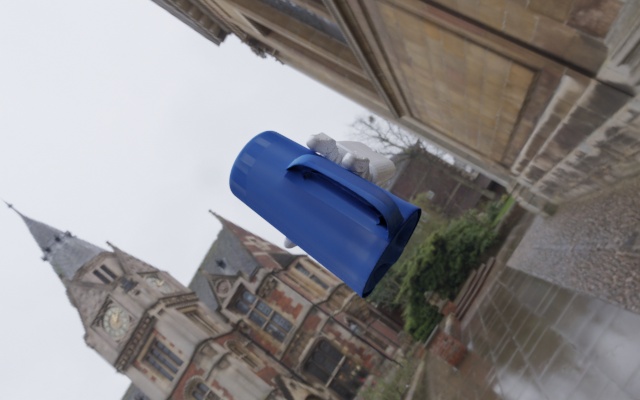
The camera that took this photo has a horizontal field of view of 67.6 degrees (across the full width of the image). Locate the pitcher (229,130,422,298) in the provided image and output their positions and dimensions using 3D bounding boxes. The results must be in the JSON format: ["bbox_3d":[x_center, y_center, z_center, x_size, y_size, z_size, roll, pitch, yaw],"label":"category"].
[{"bbox_3d":[0.000,0.002,0.624,0.243,0.149,0.145,33,22,18],"label":"pitcher"}]
